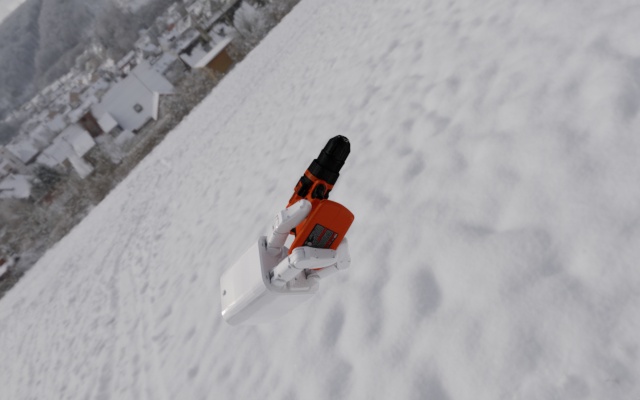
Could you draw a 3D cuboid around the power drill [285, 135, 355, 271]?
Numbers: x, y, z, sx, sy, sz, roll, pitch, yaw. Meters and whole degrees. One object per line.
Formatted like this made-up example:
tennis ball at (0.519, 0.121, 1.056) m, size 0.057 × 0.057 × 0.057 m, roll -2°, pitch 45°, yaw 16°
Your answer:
power drill at (0.000, 0.003, 0.710) m, size 0.057 × 0.184 × 0.187 m, roll 26°, pitch 18°, yaw -15°
